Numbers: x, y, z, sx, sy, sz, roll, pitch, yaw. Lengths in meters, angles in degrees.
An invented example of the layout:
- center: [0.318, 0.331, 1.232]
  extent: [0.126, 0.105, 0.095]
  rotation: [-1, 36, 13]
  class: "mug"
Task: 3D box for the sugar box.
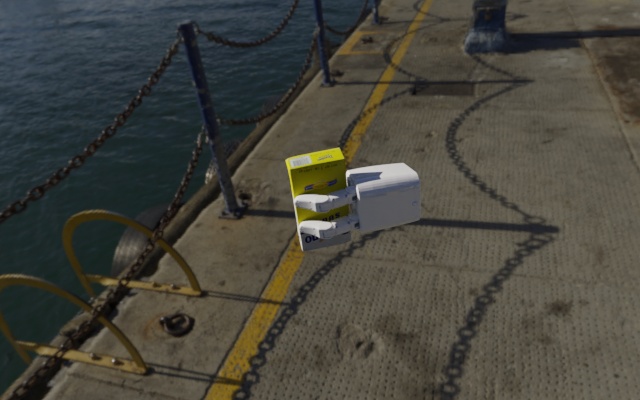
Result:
- center: [0.000, 0.003, 0.816]
  extent: [0.093, 0.176, 0.048]
  rotation: [-12, 34, -5]
  class: "sugar box"
